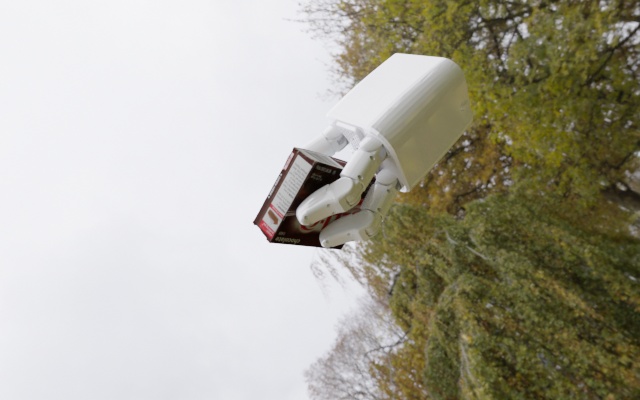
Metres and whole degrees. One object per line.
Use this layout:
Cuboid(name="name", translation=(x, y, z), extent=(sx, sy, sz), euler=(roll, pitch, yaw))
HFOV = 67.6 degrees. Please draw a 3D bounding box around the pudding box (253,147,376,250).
Cuboid(name="pudding box", translation=(0.000, 0.001, 0.478), extent=(0.113, 0.090, 0.039), euler=(13, 22, -47))
